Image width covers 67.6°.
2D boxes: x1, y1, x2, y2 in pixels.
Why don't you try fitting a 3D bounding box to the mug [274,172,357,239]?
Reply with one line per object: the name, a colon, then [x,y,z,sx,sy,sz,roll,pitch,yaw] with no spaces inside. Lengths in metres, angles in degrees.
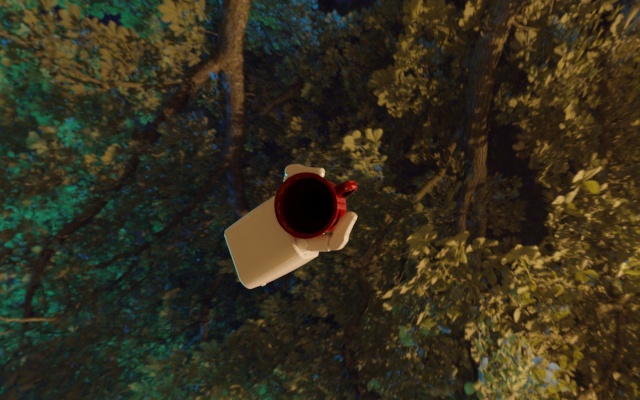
mug: [0.001,0.002,0.694,0.117,0.093,0.081,-30,-9,13]
